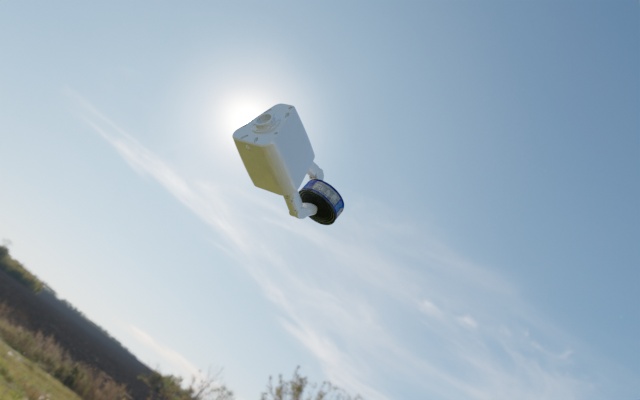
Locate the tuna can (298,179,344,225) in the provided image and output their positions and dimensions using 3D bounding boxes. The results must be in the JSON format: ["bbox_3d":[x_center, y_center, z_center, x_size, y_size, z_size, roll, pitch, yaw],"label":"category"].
[{"bbox_3d":[0.000,0.003,0.869,0.086,0.086,0.033,0,40,47],"label":"tuna can"}]
